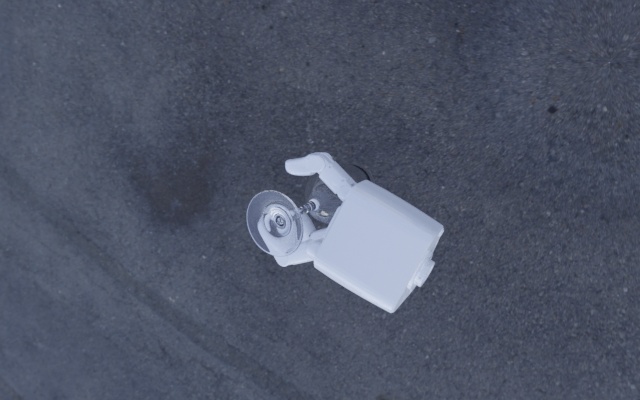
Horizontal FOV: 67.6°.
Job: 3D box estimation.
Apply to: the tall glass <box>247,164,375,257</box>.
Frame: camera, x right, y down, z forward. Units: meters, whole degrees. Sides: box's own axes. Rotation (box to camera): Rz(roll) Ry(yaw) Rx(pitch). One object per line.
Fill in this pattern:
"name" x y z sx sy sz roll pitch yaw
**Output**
"tall glass" 0.000 0.002 0.595 0.079 0.079 0.201 0 14 31
